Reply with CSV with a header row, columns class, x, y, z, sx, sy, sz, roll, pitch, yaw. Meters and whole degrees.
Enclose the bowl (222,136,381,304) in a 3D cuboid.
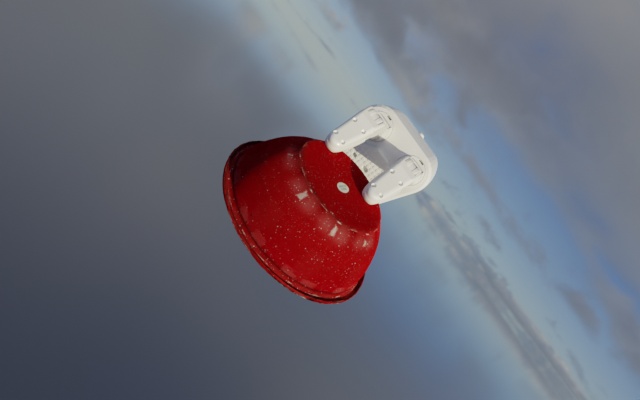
class,x,y,z,sx,sy,sz,roll,pitch,yaw
bowl,0.000,0.002,0.399,0.055,0.162,0.162,-38,-22,31
